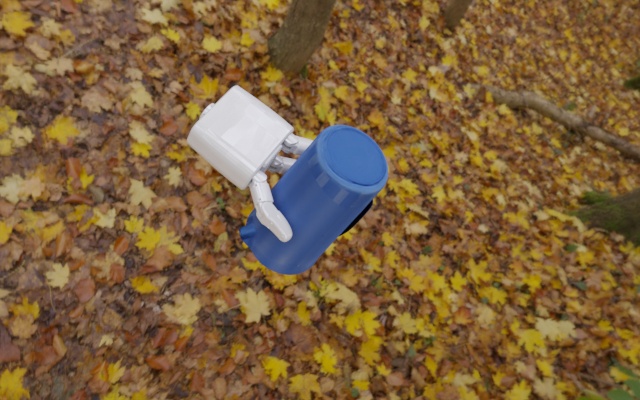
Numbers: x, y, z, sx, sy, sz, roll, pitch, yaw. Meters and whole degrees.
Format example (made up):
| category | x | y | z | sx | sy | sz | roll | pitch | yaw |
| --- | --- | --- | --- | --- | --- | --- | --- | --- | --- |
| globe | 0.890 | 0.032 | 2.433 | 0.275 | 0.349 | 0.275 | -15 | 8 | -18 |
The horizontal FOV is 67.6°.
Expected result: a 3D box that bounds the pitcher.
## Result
| category | x | y | z | sx | sy | sz | roll | pitch | yaw |
| --- | --- | --- | --- | --- | --- | --- | --- | --- | --- |
| pitcher | 0.000 | 0.002 | 0.700 | 0.243 | 0.145 | 0.149 | -47 | 4 | 48 |
